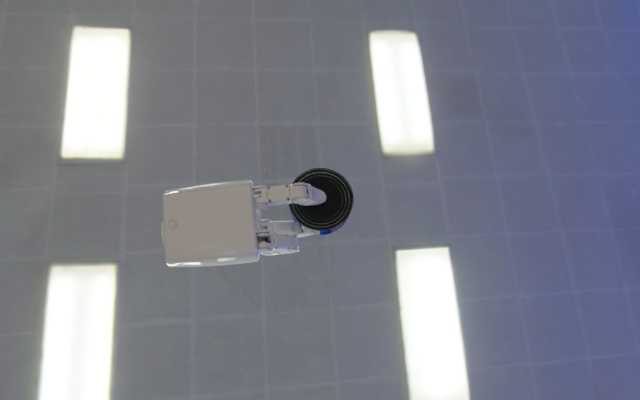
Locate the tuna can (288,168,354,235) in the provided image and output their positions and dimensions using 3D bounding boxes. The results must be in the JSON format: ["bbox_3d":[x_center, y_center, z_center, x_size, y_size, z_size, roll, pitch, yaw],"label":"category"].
[{"bbox_3d":[0.000,0.002,0.637,0.086,0.086,0.034,0,-16,-1],"label":"tuna can"}]
